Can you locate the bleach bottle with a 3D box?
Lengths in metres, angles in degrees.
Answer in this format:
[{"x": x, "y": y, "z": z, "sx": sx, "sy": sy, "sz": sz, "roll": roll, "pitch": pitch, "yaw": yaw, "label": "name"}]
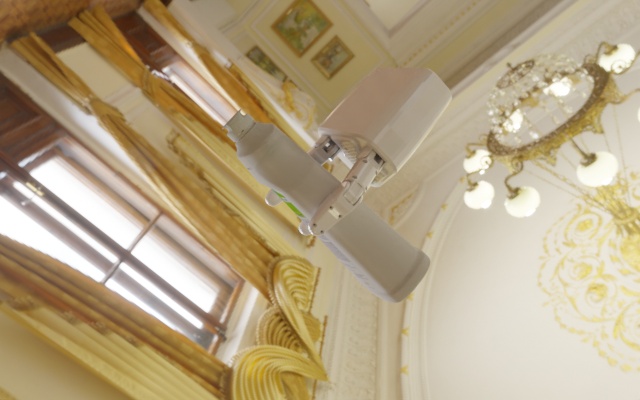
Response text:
[{"x": 0.000, "y": 0.002, "z": 0.506, "sx": 0.251, "sy": 0.068, "sz": 0.102, "roll": 44, "pitch": -12, "yaw": -16, "label": "bleach bottle"}]
